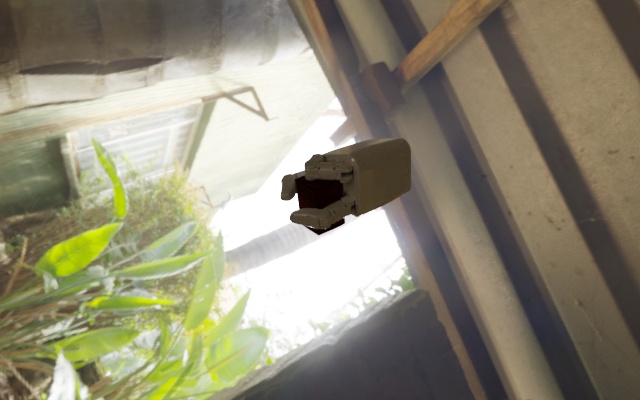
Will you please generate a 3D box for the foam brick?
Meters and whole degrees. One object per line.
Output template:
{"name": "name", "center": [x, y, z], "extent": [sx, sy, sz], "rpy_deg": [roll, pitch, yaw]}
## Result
{"name": "foam brick", "center": [0.000, 0.003, 0.707], "extent": [0.051, 0.078, 0.053], "rpy_deg": [-22, 33, -28]}
